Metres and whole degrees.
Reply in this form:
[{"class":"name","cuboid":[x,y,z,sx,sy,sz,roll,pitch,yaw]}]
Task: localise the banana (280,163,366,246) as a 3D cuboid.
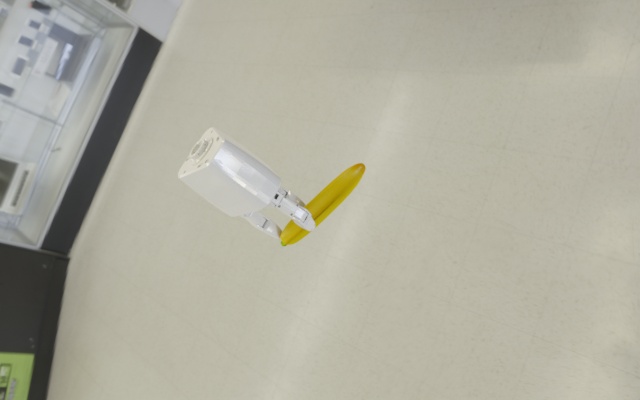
[{"class":"banana","cuboid":[-0.002,0.009,0.777,0.198,0.037,0.069,-43,11,8]}]
